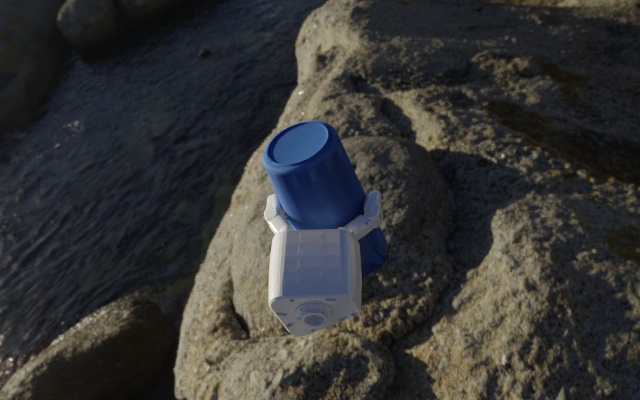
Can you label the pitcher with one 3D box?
[{"bbox_3d":[0.000,0.002,0.717,0.149,0.145,0.243,-13,-47,13],"label":"pitcher"}]
